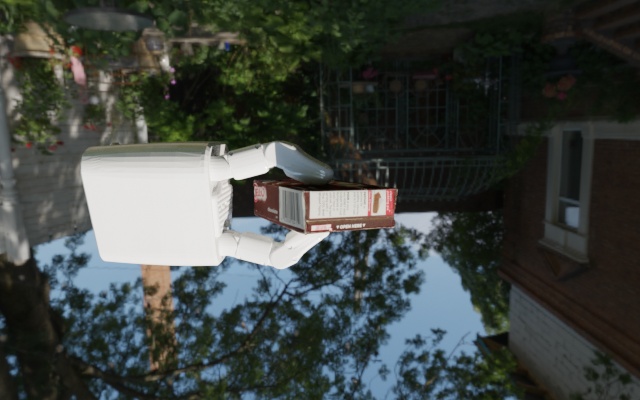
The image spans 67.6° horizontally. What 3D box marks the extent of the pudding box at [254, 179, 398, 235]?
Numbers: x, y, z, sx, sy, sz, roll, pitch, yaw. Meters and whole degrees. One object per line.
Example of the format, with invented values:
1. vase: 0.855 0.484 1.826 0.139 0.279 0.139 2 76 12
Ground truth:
1. pudding box: 0.000 0.002 0.431 0.090 0.039 0.113 -3 10 -28
